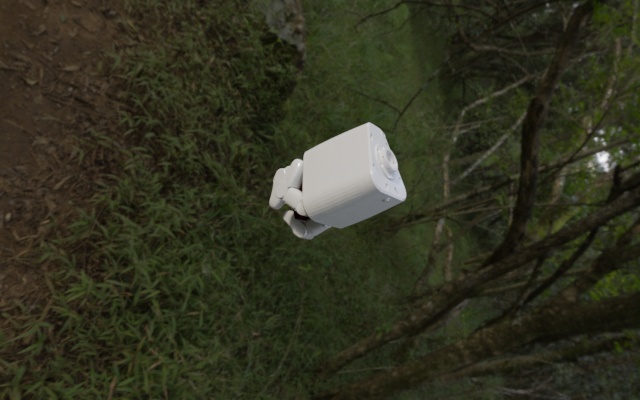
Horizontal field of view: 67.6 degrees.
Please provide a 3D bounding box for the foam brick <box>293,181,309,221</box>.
[{"bbox_3d":[0.000,0.002,0.710,0.051,0.053,0.078,-24,-24,30],"label":"foam brick"}]
